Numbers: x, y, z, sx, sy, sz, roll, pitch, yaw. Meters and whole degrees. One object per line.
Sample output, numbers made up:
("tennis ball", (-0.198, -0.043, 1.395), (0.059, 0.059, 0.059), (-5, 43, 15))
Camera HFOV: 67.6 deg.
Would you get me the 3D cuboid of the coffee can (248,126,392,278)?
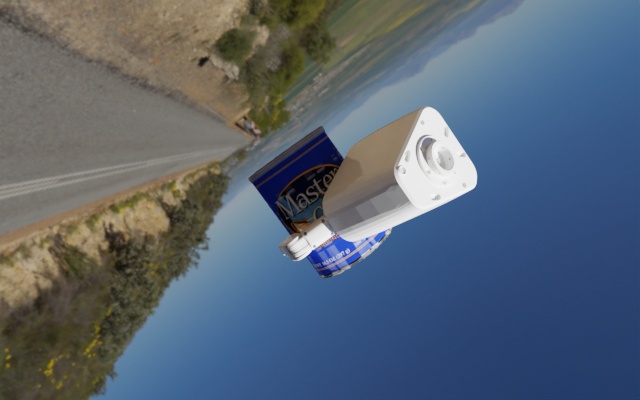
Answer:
("coffee can", (0.000, 0.002, 0.545), (0.103, 0.140, 0.103), (-35, 6, 4))
